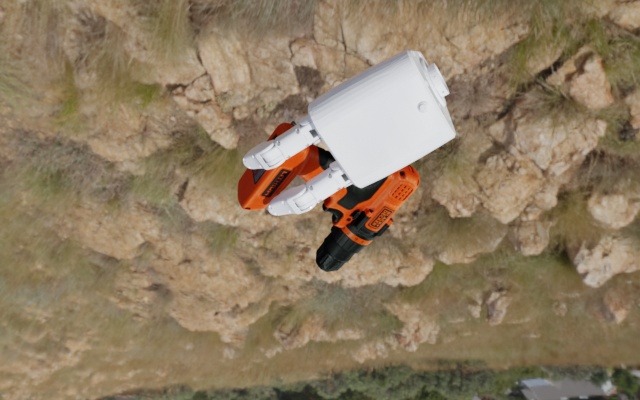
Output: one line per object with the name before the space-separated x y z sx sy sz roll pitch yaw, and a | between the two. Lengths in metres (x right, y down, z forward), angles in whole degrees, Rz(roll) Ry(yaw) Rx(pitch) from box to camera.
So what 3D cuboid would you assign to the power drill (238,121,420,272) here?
power drill | 0.000 0.002 0.569 0.188 0.184 0.057 22 29 -32
